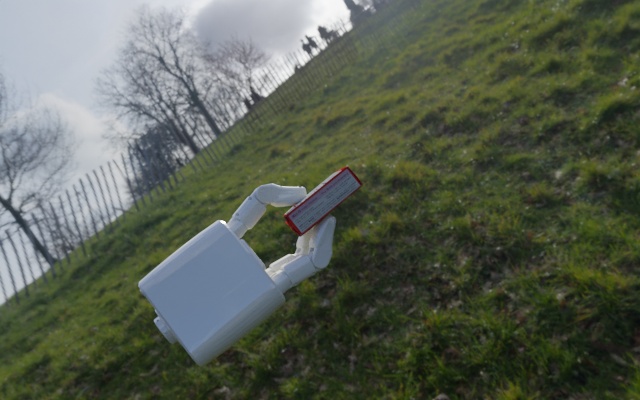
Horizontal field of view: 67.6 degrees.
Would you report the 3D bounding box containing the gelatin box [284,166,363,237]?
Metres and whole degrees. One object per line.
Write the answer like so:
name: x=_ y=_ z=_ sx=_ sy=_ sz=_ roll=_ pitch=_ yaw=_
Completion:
gelatin box: x=0.000 y=0.001 z=0.535 sx=0.089 sy=0.030 sz=0.073 roll=-40 pitch=3 yaw=-5
